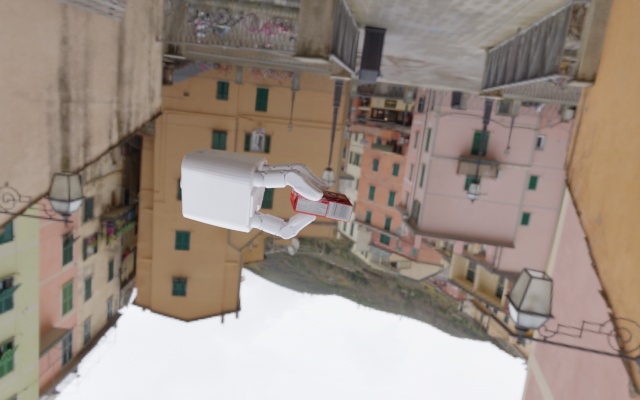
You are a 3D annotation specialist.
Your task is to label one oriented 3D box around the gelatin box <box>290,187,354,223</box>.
[{"bbox_3d":[0.000,0.003,0.731,0.089,0.030,0.073,12,12,-9],"label":"gelatin box"}]
